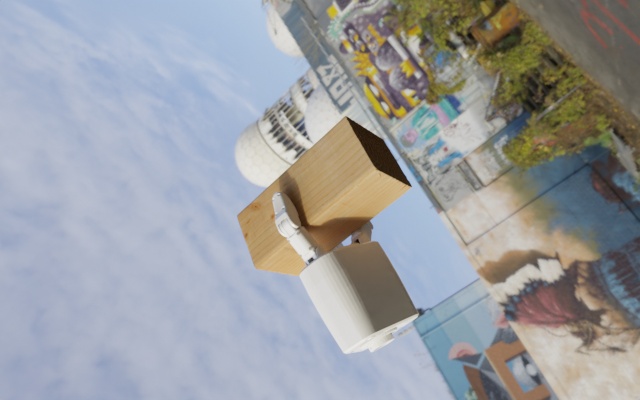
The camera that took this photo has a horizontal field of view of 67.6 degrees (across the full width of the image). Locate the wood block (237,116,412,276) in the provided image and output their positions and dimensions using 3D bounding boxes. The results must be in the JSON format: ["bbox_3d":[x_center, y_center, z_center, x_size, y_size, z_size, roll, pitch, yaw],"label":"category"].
[{"bbox_3d":[0.000,0.002,0.620,0.206,0.090,0.091,-40,-35,23],"label":"wood block"}]
